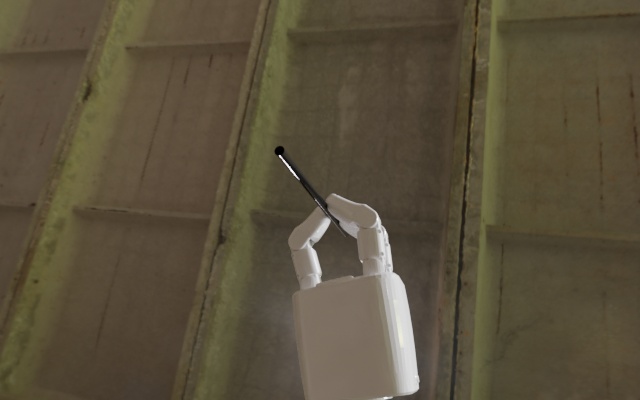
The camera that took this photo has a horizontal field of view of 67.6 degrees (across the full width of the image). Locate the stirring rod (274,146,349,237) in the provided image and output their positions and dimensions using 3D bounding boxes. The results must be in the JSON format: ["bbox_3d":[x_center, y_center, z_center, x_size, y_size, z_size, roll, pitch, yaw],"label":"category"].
[{"bbox_3d":[0.000,0.002,0.467,0.011,0.011,0.240,0,-19,16],"label":"stirring rod"}]
